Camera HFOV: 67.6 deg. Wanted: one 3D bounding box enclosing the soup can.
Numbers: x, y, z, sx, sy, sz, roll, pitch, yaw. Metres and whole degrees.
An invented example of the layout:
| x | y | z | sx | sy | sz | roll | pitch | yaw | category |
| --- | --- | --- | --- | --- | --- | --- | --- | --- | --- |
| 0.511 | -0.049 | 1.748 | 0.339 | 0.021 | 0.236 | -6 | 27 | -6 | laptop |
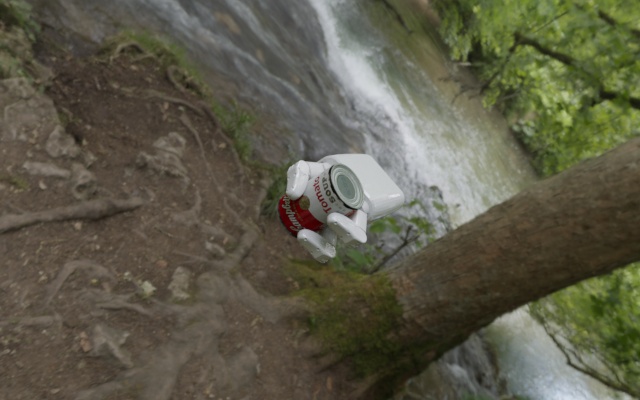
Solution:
| x | y | z | sx | sy | sz | roll | pitch | yaw | category |
| --- | --- | --- | --- | --- | --- | --- | --- | --- | --- |
| 0.000 | 0.002 | 0.639 | 0.102 | 0.068 | 0.068 | -30 | -19 | 35 | soup can |
